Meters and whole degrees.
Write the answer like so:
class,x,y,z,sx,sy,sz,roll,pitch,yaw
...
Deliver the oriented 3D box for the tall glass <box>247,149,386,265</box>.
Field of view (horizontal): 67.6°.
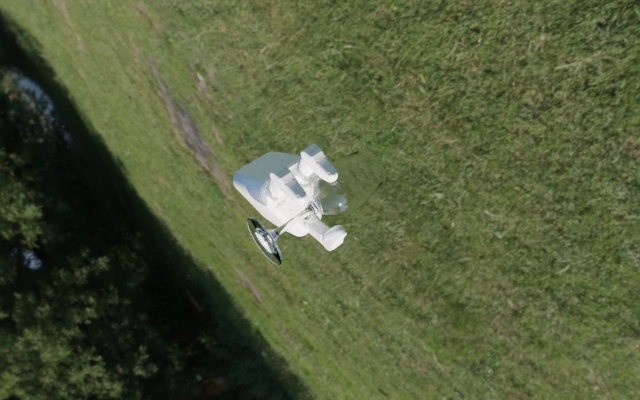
class,x,y,z,sx,sy,sz,roll,pitch,yaw
tall glass,0.000,0.003,0.667,0.201,0.079,0.079,-35,15,-24
